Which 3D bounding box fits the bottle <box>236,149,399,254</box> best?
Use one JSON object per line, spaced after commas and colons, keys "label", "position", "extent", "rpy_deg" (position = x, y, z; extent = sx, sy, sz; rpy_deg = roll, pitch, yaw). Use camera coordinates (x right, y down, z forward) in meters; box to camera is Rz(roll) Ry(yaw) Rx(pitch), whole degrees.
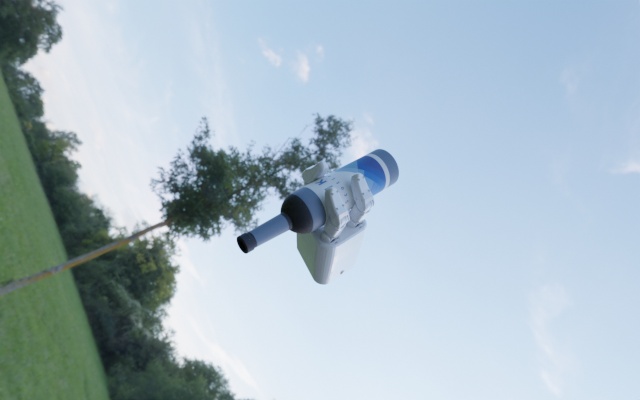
{"label": "bottle", "position": [0.000, 0.002, 0.740], "extent": [0.295, 0.069, 0.069], "rpy_deg": [-29, 16, -32]}
